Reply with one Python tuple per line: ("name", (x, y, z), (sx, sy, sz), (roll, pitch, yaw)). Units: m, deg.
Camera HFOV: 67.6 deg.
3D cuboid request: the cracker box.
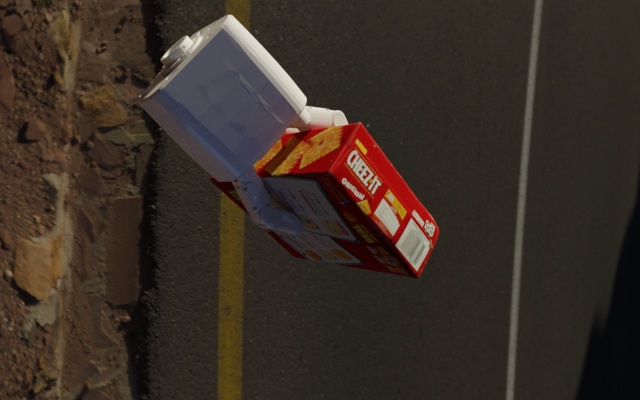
("cracker box", (0.000, 0.002, 0.532), (0.213, 0.072, 0.164), (2, -38, 50))
